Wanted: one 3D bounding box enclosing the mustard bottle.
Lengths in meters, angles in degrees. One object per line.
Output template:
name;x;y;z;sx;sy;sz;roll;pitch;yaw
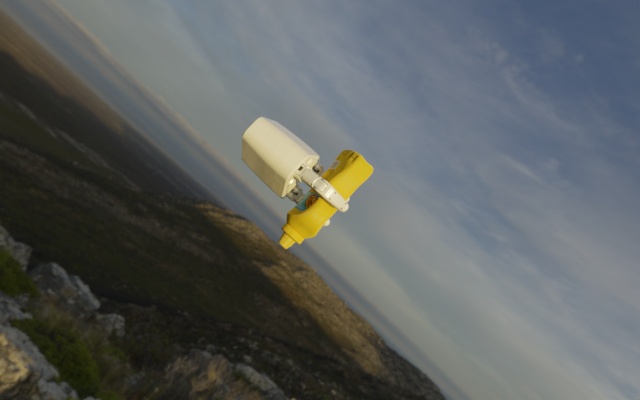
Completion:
mustard bottle;0.001;0.003;0.789;0.058;0.191;0.096;44;-6;-17
